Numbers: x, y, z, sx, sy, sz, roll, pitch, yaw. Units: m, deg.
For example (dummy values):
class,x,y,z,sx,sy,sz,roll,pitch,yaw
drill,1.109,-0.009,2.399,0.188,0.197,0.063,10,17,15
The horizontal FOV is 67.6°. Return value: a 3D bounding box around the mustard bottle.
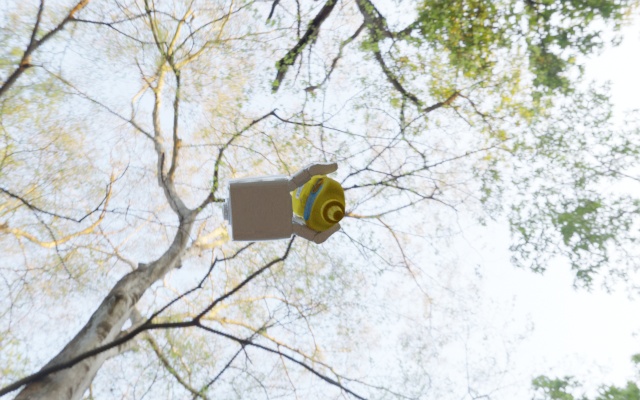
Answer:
class,x,y,z,sx,sy,sz,roll,pitch,yaw
mustard bottle,0.000,0.003,0.863,0.058,0.096,0.191,23,5,-21
